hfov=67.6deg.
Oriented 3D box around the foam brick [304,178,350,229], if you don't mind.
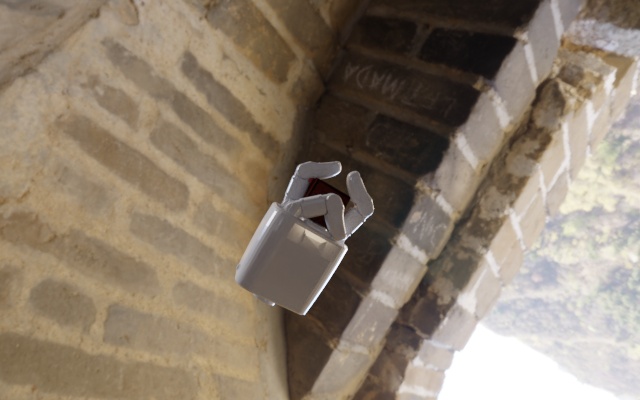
[{"bbox_3d":[0.000,0.002,0.650,0.053,0.051,0.078,30,0,-9],"label":"foam brick"}]
